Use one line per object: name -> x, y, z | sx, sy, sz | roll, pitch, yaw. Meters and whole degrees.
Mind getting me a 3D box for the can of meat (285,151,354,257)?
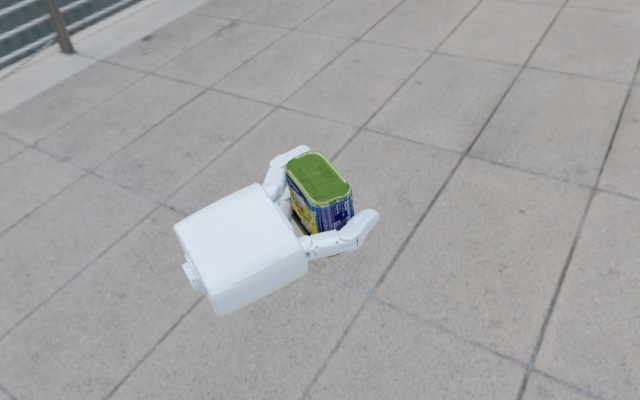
can of meat -> 0.000, 0.002, 0.567 | 0.057, 0.084, 0.102 | -24, 45, -15
